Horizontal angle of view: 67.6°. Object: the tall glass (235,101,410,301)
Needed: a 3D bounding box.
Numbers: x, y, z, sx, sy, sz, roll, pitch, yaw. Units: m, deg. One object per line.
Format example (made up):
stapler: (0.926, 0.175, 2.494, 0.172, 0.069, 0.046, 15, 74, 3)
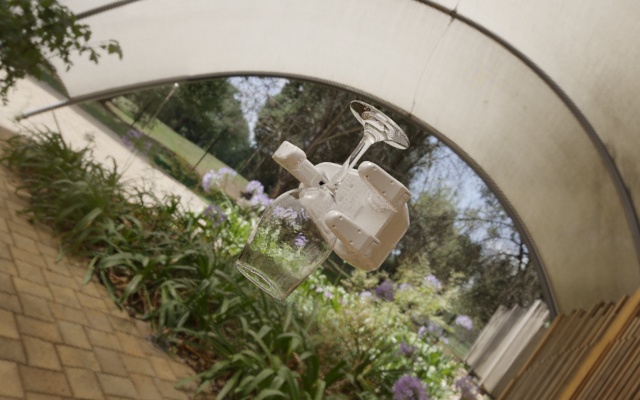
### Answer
tall glass: (0.000, 0.001, 0.479, 0.079, 0.201, 0.079, 37, -4, 3)
